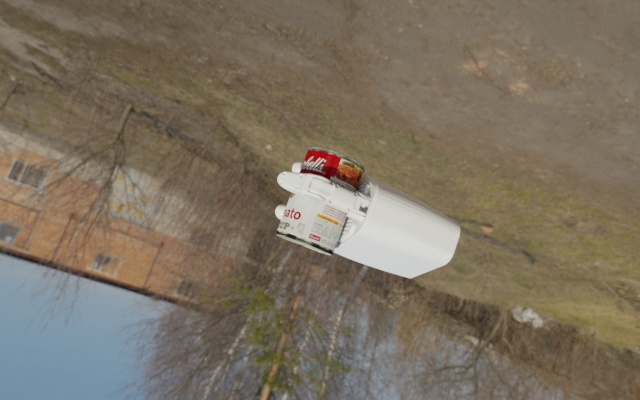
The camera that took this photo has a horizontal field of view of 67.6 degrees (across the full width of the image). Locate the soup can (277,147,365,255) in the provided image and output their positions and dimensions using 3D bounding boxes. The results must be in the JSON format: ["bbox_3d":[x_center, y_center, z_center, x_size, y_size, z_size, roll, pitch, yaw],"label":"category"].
[{"bbox_3d":[0.000,0.002,0.526,0.068,0.102,0.068,20,-8,3],"label":"soup can"}]
